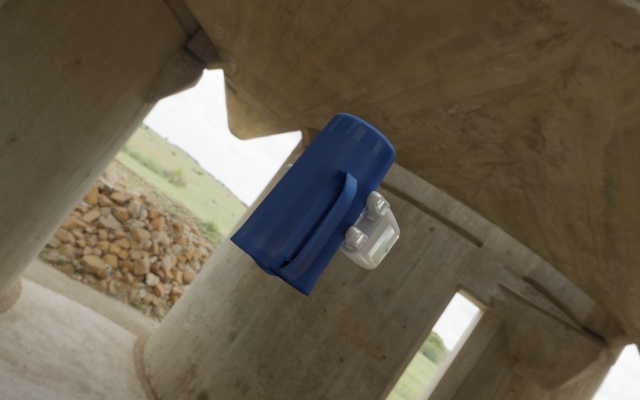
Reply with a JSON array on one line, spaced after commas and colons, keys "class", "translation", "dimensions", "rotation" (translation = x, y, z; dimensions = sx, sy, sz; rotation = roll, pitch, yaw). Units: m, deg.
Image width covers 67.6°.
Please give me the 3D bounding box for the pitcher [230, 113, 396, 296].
[{"class": "pitcher", "translation": [0.000, 0.002, 0.659], "dimensions": [0.149, 0.243, 0.145], "rotation": [32, -8, 30]}]
